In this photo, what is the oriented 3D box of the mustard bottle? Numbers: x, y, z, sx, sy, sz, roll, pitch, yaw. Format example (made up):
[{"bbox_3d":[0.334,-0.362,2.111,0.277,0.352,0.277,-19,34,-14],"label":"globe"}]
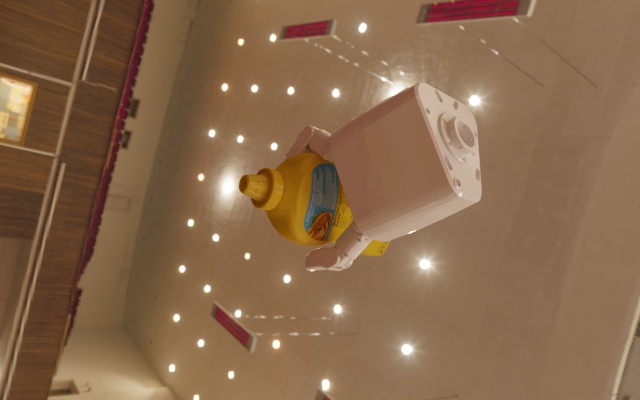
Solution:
[{"bbox_3d":[0.000,0.002,0.507,0.192,0.096,0.058,14,-5,-40],"label":"mustard bottle"}]
